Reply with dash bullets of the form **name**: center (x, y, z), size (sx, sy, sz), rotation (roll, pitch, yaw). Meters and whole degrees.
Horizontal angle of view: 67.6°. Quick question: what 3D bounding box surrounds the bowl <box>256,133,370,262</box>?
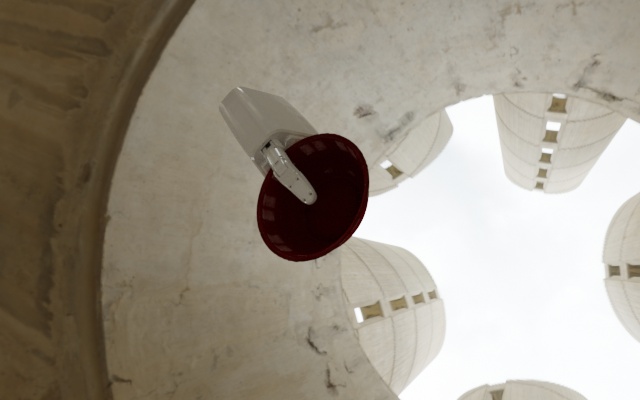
- **bowl**: center (0.001, 0.003, 0.584), size (0.162, 0.162, 0.055), rotation (0, -20, 36)
